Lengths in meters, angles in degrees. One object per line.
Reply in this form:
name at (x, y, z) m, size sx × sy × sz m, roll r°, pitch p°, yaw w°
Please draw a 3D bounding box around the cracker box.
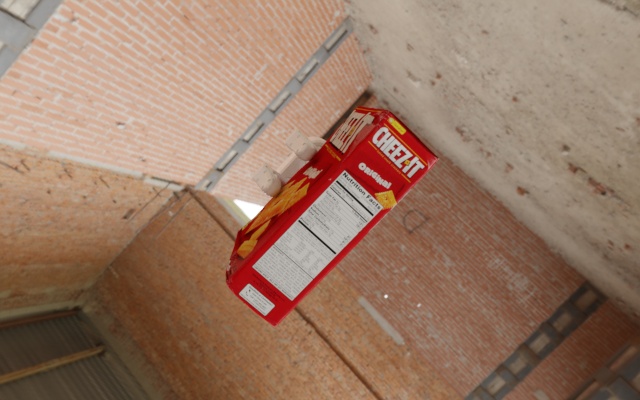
cracker box at (0.000, 0.002, 0.492) m, size 0.072 × 0.214 × 0.164 m, roll 42°, pitch 6°, yaw -12°
